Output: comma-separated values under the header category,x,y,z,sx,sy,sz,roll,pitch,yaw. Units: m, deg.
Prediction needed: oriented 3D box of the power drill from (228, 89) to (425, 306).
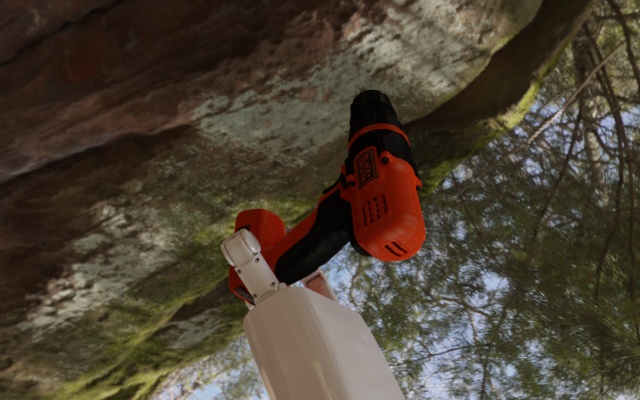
category,x,y,z,sx,sy,sz,roll,pitch,yaw
power drill,0.000,0.002,0.425,0.057,0.184,0.188,35,-56,-30
